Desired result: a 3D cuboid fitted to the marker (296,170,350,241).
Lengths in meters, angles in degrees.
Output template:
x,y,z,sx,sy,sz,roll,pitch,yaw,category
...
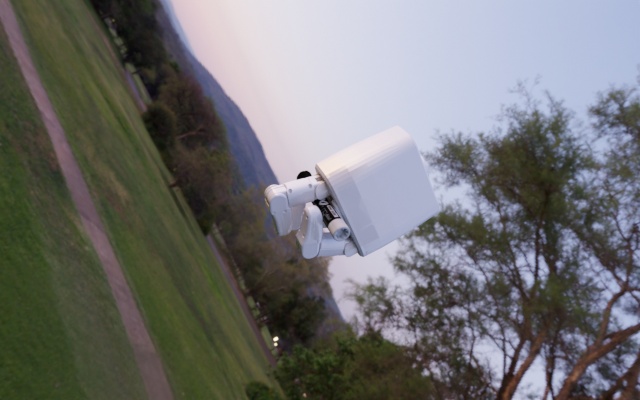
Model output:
x,y,z,sx,sy,sz,roll,pitch,yaw,category
0.000,0.002,0.525,0.020,0.020,0.121,0,32,-25,marker
